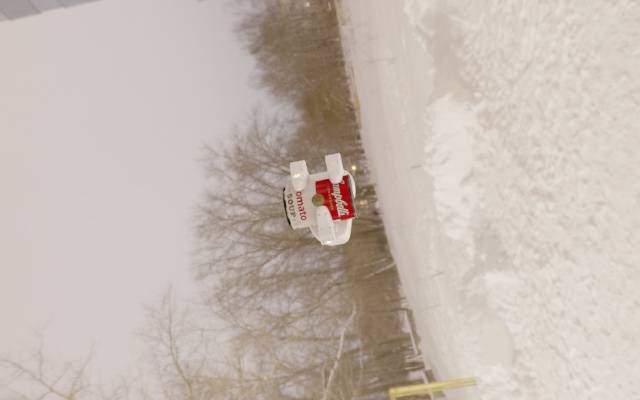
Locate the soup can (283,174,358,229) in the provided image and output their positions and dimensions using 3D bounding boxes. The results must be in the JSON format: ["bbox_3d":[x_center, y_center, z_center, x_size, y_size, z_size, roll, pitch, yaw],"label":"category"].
[{"bbox_3d":[0.000,0.002,0.720,0.102,0.068,0.068,-11,-1,6],"label":"soup can"}]
